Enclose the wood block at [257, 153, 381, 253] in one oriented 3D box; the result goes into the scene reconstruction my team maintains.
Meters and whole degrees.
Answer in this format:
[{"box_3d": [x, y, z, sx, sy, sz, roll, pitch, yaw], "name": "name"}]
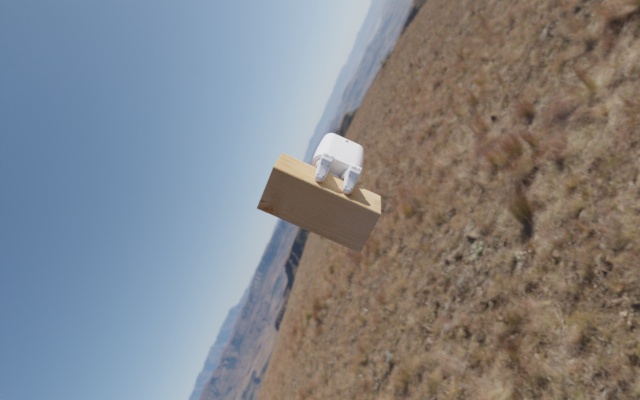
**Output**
[{"box_3d": [0.000, 0.003, 0.887, 0.206, 0.091, 0.090, 23, 24, -4], "name": "wood block"}]
